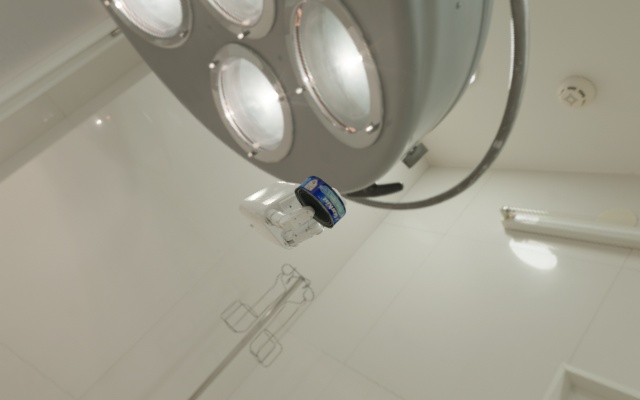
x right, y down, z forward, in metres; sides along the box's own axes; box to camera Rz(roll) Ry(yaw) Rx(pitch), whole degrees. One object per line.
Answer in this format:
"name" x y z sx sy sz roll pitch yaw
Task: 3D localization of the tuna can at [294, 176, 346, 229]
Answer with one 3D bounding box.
"tuna can" 0.001 0.002 0.762 0.033 0.086 0.086 -43 16 -17
